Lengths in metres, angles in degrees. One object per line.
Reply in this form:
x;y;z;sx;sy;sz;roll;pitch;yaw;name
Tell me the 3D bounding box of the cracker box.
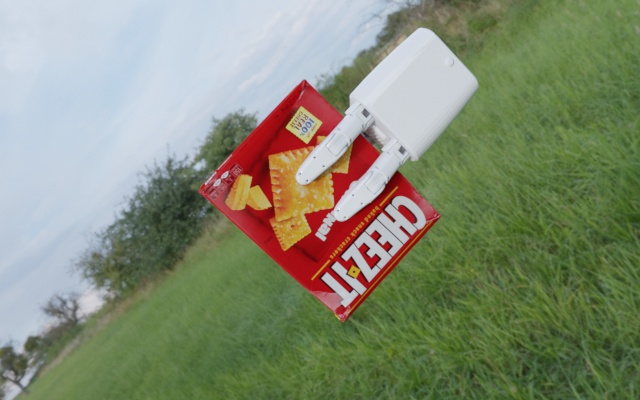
0.000;0.002;0.532;0.214;0.164;0.072;44;-3;-9;cracker box
